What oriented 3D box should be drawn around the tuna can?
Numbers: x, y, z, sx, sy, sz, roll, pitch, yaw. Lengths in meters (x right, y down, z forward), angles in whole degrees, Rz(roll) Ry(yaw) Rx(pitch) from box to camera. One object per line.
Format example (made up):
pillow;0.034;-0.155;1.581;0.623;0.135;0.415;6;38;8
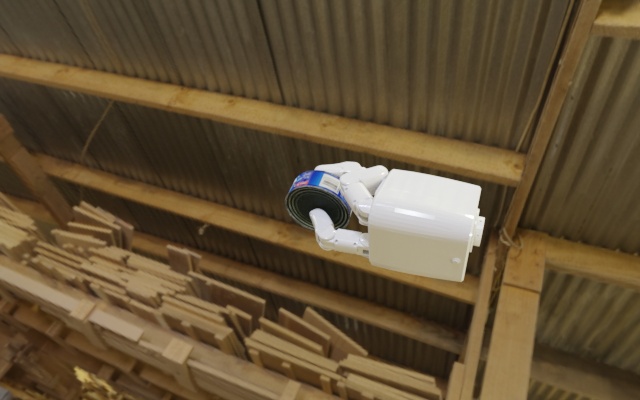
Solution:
tuna can;0.000;0.002;0.614;0.086;0.033;0.086;13;-40;11
